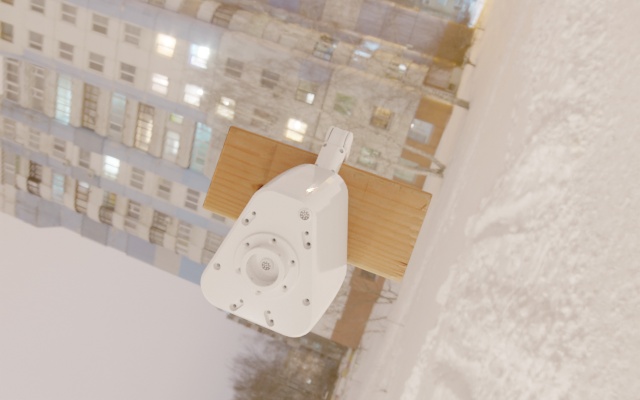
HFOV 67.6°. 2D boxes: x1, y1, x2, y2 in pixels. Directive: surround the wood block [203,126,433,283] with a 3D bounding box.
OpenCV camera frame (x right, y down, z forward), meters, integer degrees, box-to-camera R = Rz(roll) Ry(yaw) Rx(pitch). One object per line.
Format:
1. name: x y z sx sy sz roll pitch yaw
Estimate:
1. wood block: 0.000 0.001 0.495 0.206 0.091 0.090 20 3 9
